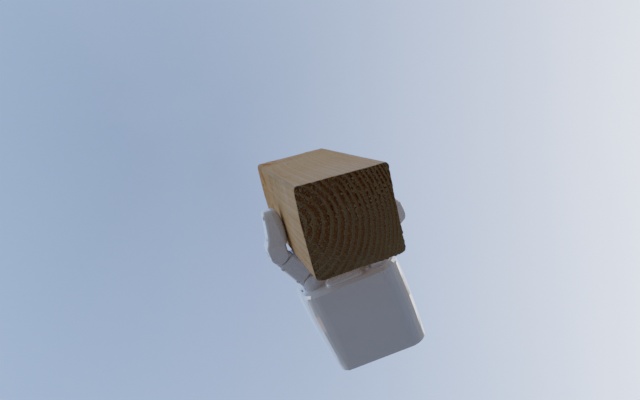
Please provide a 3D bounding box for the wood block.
[{"bbox_3d":[0.000,0.002,0.515,0.091,0.090,0.206,-17,13,-13],"label":"wood block"}]
